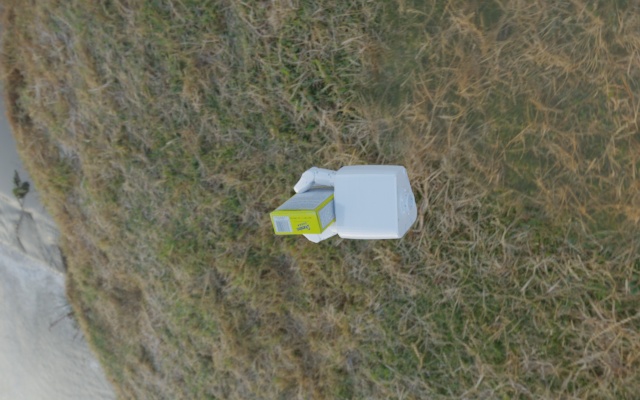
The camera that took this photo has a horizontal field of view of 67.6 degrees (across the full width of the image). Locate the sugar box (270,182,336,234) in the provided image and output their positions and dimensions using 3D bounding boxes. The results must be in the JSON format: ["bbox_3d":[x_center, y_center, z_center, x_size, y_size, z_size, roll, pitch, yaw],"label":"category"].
[{"bbox_3d":[0.000,0.003,0.826,0.093,0.048,0.176,-1,20,32],"label":"sugar box"}]
